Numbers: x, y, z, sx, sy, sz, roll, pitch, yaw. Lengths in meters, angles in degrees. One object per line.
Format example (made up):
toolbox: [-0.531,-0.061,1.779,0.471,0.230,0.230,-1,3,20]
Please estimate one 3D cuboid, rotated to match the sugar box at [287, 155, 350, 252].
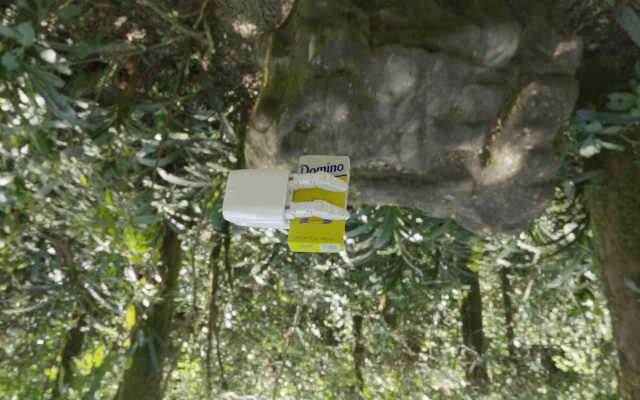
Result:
sugar box: [0.000,0.003,0.837,0.093,0.176,0.048,1,-27,8]
